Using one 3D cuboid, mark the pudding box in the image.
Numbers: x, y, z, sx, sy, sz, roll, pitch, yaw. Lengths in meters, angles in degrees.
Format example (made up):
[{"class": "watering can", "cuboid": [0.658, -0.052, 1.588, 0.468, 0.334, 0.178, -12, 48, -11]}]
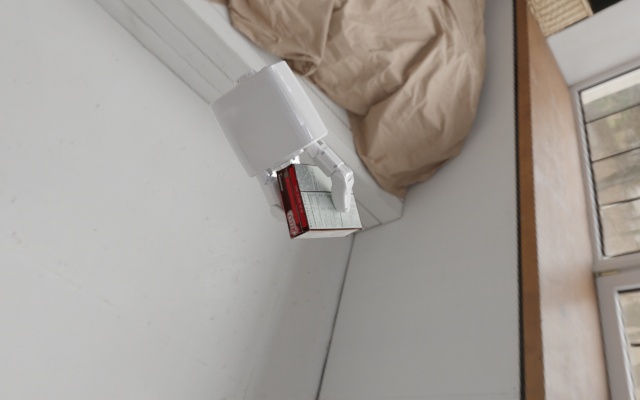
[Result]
[{"class": "pudding box", "cuboid": [0.000, 0.002, 0.621, 0.039, 0.090, 0.113, -24, -18, 40]}]
